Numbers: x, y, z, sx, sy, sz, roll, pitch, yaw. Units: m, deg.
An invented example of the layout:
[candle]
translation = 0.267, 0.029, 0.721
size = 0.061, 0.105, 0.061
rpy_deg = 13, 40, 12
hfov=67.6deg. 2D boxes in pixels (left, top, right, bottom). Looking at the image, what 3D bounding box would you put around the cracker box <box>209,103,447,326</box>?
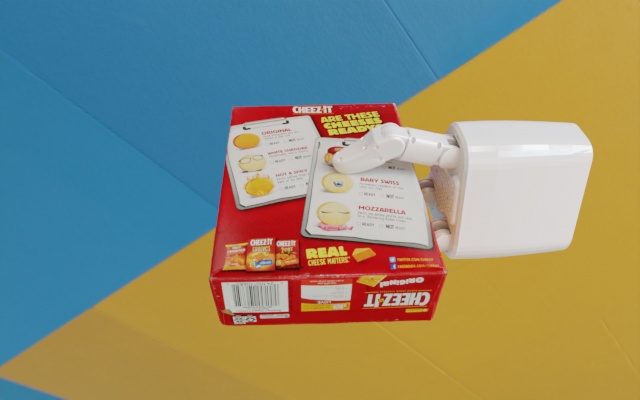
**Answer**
[cracker box]
translation = 0.000, 0.001, 0.416
size = 0.164, 0.072, 0.213
rpy_deg = -2, 43, -3
